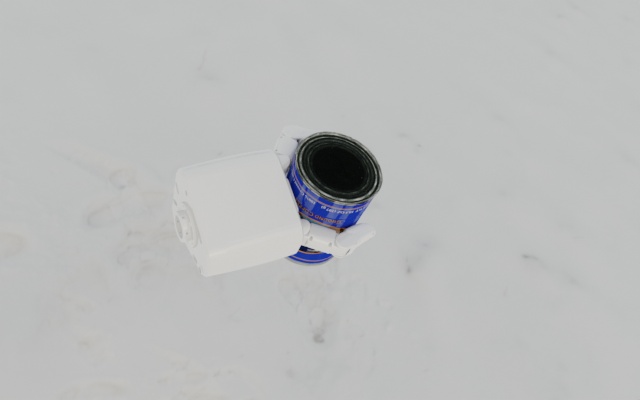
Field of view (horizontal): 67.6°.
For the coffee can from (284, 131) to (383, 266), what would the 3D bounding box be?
[{"bbox_3d":[0.000,0.002,0.576,0.103,0.102,0.140,0,-35,-22],"label":"coffee can"}]
